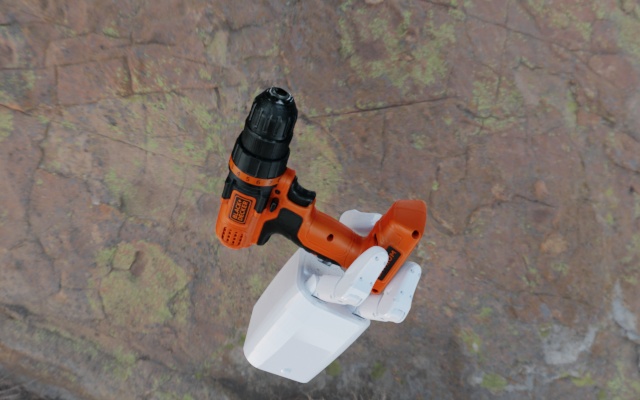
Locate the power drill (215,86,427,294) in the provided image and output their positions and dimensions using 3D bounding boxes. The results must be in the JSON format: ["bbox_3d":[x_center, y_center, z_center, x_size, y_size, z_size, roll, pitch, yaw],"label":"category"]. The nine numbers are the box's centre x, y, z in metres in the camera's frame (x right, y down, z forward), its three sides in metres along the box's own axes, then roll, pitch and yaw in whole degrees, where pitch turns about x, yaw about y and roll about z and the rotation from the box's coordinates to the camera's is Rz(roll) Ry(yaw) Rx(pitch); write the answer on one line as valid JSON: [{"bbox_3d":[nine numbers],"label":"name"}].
[{"bbox_3d":[0.000,0.002,0.452,0.187,0.184,0.057,24,41,-1],"label":"power drill"}]
